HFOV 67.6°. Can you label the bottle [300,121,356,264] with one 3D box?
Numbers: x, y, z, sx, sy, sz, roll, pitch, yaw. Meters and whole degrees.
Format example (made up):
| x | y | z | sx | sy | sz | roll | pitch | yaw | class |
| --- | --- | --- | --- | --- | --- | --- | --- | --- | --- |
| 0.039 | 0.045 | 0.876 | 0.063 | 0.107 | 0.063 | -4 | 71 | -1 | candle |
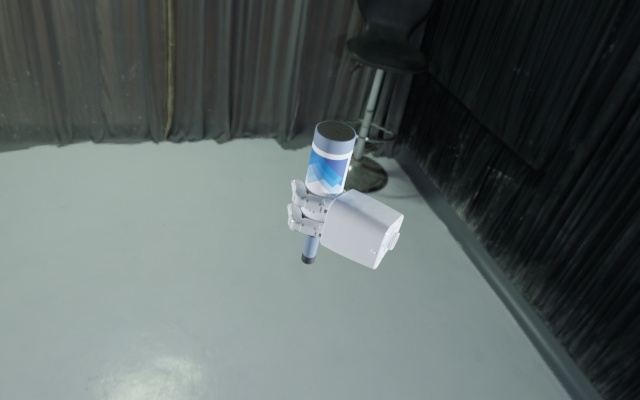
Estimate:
| x | y | z | sx | sy | sz | roll | pitch | yaw | class |
| --- | --- | --- | --- | --- | --- | --- | --- | --- | --- |
| 0.000 | 0.003 | 0.854 | 0.069 | 0.296 | 0.069 | 8 | 38 | -6 | bottle |
